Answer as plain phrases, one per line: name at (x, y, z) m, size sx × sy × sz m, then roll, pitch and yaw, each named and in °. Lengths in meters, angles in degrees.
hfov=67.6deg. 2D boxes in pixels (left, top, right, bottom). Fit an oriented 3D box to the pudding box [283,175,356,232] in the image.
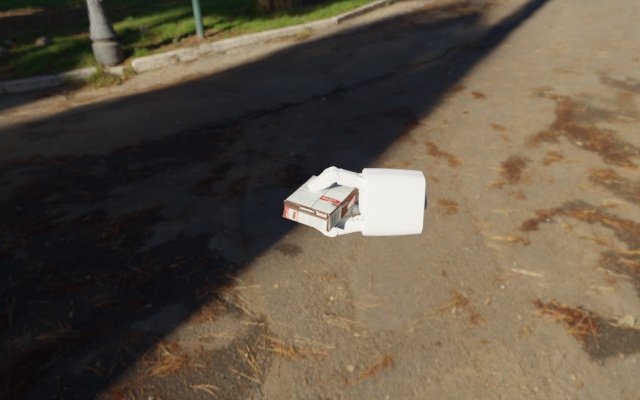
pudding box at (0.000, 0.003, 0.843) m, size 0.090 × 0.039 × 0.113 m, roll 17°, pitch 32°, yaw 21°
